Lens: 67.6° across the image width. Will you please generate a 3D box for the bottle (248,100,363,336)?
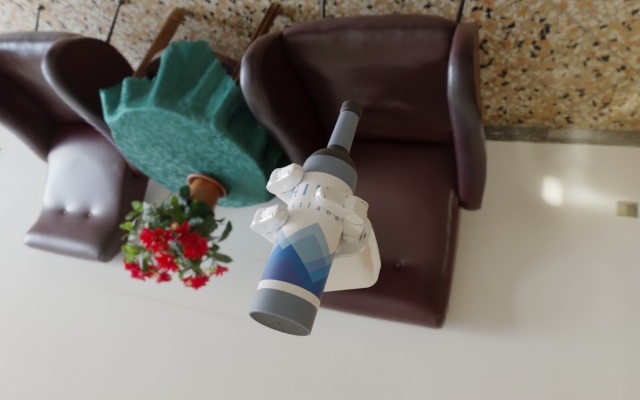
[{"bbox_3d":[0.000,0.002,0.549,0.069,0.295,0.069,14,-28,8],"label":"bottle"}]
